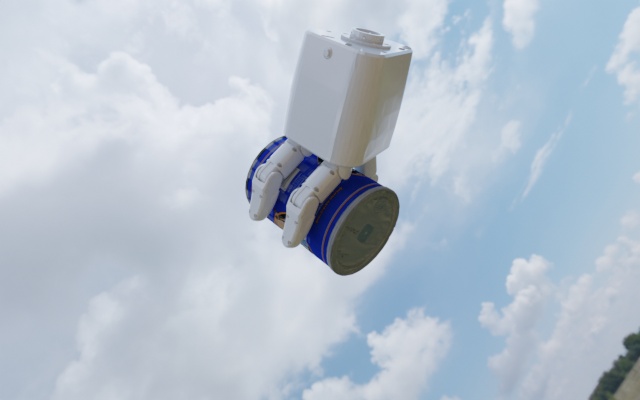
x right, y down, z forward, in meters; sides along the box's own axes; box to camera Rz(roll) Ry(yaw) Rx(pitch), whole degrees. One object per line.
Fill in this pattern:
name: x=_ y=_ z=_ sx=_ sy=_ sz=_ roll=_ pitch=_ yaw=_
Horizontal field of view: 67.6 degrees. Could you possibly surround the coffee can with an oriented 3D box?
coffee can: x=0.000 y=0.002 z=0.524 sx=0.140 sy=0.103 sz=0.103 roll=34 pitch=21 yaw=35
